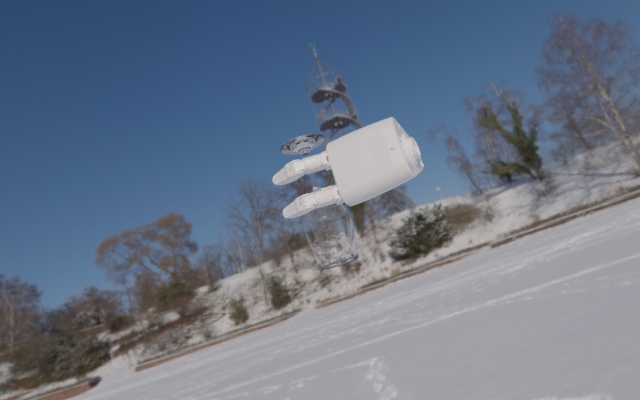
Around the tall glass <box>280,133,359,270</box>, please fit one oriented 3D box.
[{"bbox_3d":[0.000,0.002,0.738,0.079,0.201,0.079,-16,-13,-4],"label":"tall glass"}]
